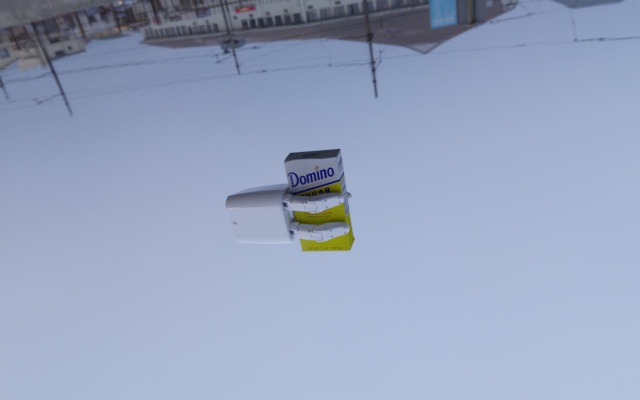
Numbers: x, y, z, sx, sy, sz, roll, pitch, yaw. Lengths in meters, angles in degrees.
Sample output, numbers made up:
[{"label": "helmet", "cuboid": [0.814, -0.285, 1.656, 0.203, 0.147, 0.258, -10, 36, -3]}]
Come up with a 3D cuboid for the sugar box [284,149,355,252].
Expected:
[{"label": "sugar box", "cuboid": [0.000, 0.003, 0.820, 0.093, 0.176, 0.048, -3, 27, 17]}]
